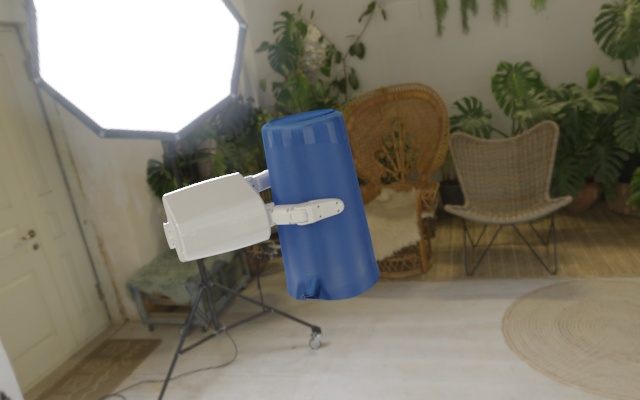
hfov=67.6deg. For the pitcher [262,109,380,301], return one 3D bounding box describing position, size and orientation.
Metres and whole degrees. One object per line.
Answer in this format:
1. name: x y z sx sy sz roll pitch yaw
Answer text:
1. pitcher: 0.000 0.002 0.657 0.145 0.243 0.149 -16 16 -20
